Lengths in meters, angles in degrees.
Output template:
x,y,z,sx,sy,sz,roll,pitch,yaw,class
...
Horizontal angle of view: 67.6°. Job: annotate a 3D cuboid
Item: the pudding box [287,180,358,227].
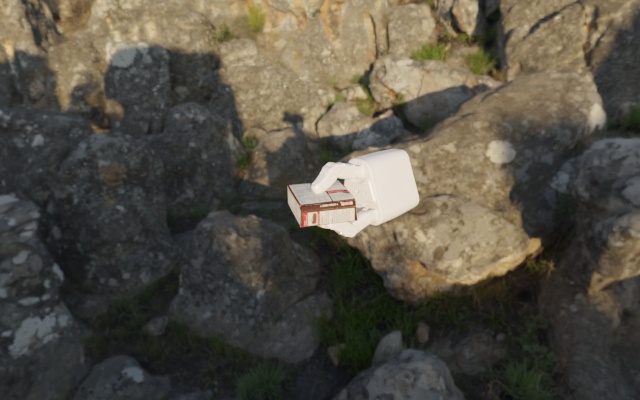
x,y,z,sx,sy,sz,roll,pitch,yaw,class
0.000,0.002,0.754,0.090,0.039,0.113,-7,18,-11,pudding box
